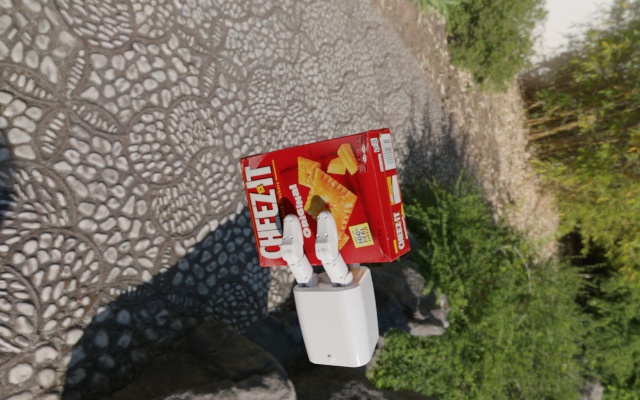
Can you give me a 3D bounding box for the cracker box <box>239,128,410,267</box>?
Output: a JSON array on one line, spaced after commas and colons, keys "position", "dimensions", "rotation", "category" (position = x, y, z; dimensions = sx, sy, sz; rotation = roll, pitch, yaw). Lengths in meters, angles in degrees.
[{"position": [0.000, 0.002, 0.650], "dimensions": [0.214, 0.164, 0.072], "rotation": [-7, 5, 33], "category": "cracker box"}]
